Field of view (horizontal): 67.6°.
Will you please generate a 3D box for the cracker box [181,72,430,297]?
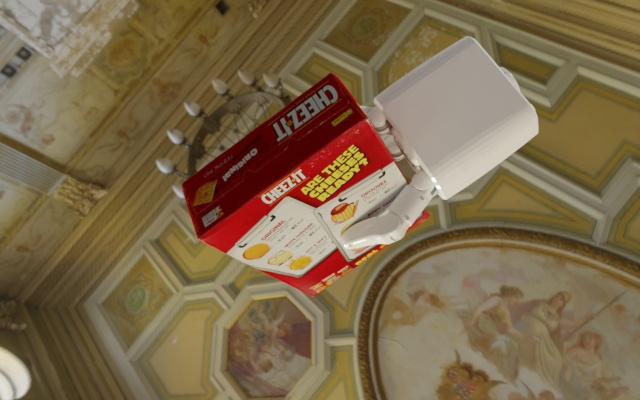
[{"bbox_3d":[0.000,0.002,0.465,0.164,0.072,0.214,-35,-33,8],"label":"cracker box"}]
